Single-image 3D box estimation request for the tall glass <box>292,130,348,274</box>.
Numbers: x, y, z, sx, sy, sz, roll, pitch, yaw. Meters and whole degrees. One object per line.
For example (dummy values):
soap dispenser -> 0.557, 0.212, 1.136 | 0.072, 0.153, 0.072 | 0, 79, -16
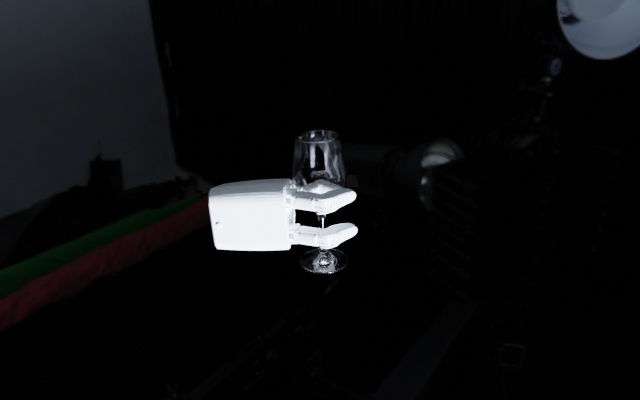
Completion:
tall glass -> 0.000, 0.003, 0.697 | 0.079, 0.201, 0.079 | -2, 24, 1
